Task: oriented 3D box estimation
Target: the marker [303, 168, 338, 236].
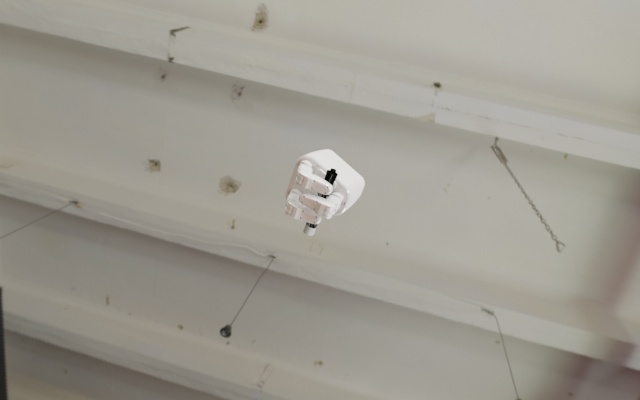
[{"bbox_3d":[0.000,0.003,0.779,0.020,0.121,0.020,19,22,-8],"label":"marker"}]
